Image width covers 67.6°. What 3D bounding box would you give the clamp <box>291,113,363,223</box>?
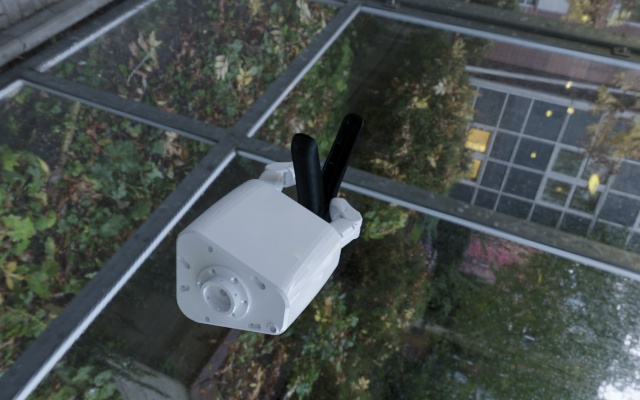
[{"bbox_3d":[0.001,0.003,0.548,0.036,0.210,0.164,19,30,18],"label":"clamp"}]
